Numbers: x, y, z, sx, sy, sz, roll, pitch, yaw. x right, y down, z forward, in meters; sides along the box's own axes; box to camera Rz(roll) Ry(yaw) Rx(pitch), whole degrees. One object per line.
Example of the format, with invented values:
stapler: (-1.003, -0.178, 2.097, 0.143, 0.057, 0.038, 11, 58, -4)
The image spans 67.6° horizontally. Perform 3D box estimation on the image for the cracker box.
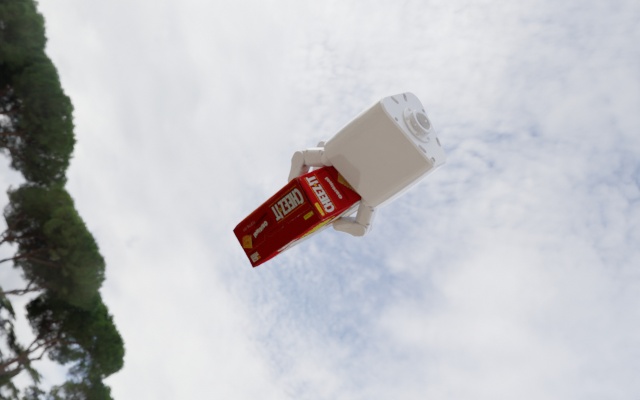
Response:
cracker box: (0.000, 0.002, 0.700, 0.164, 0.072, 0.213, -37, -8, 41)
